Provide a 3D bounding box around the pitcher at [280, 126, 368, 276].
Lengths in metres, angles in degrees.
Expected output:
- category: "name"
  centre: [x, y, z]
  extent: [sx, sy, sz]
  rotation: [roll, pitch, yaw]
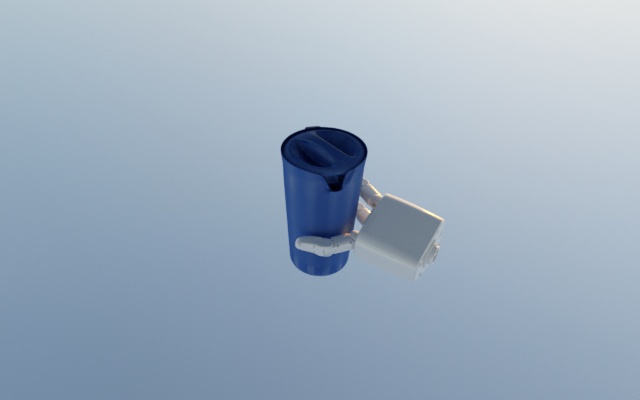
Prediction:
- category: "pitcher"
  centre: [0.000, 0.003, 0.806]
  extent: [0.145, 0.243, 0.149]
  rotation: [22, 43, 22]
